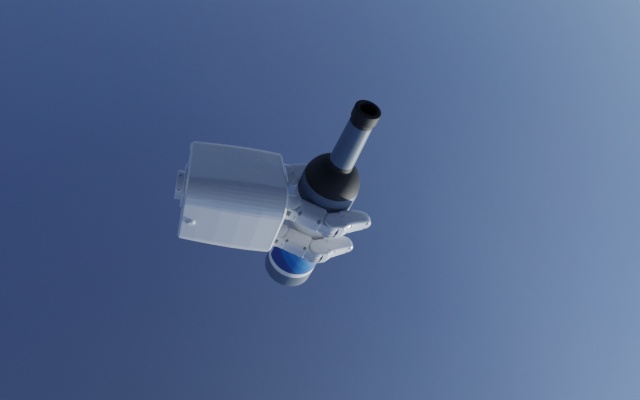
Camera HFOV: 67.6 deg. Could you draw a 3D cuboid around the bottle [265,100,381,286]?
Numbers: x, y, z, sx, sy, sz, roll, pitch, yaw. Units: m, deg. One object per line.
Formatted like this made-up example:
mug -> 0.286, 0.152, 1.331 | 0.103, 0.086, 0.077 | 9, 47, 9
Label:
bottle -> 0.000, 0.002, 0.565 | 0.069, 0.069, 0.296 | 0, -38, -23
